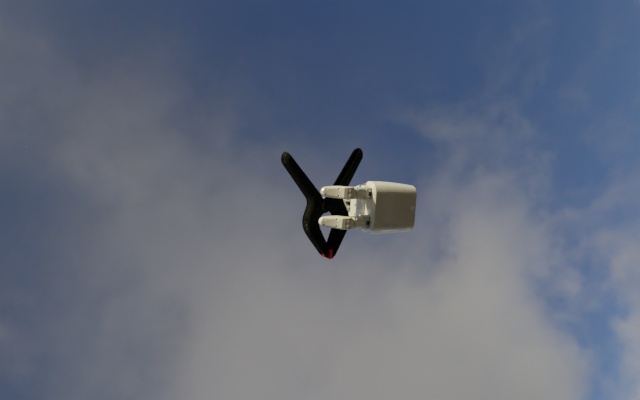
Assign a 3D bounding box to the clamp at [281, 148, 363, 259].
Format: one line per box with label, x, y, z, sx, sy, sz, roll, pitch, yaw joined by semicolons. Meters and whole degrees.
clamp;0.000;0.003;0.879;0.164;0.210;0.036;2;5;-27
